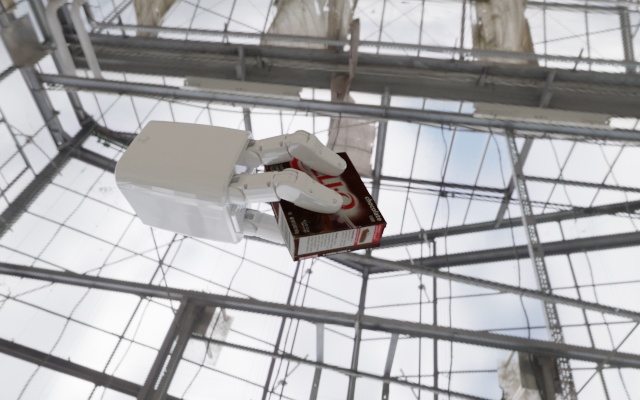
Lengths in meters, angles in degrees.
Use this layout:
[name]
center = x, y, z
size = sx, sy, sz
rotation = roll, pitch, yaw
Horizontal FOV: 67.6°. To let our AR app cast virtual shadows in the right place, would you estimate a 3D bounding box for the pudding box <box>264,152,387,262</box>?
[pudding box]
center = 0.000, 0.002, 0.464
size = 0.090, 0.039, 0.113
rotation = -9, 47, -17
